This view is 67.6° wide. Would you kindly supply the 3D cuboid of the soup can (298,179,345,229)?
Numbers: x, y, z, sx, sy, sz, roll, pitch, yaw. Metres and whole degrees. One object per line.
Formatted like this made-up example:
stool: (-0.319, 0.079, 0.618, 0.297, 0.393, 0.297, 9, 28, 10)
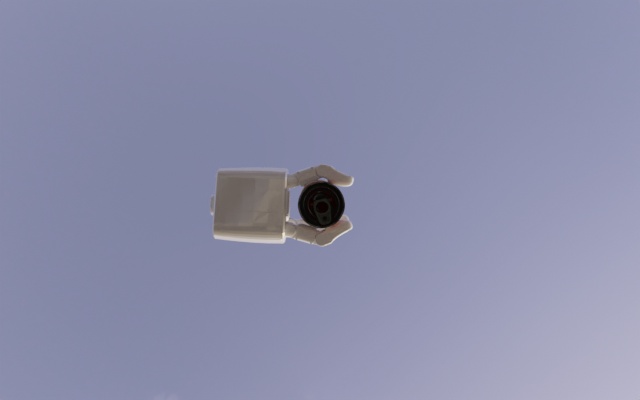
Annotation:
soup can: (0.001, 0.002, 0.732, 0.068, 0.068, 0.102, 0, 5, -1)
